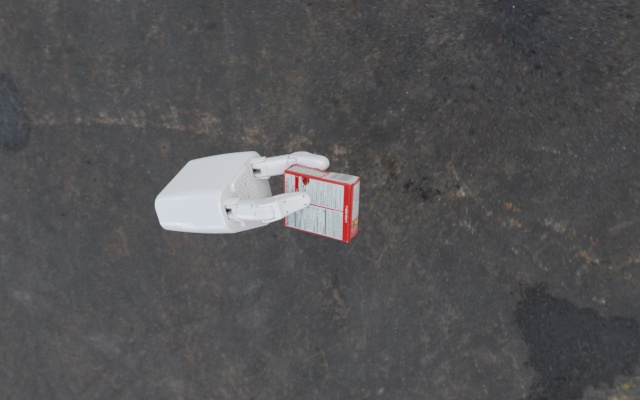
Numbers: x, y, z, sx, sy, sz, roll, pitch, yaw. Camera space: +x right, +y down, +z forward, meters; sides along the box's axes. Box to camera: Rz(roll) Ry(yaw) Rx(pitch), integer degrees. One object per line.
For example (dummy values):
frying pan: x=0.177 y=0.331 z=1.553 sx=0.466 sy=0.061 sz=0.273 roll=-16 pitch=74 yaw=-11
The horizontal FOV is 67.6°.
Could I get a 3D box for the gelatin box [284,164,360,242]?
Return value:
gelatin box: x=0.000 y=0.002 z=0.557 sx=0.089 sy=0.073 sz=0.030 roll=13 pitch=27 yaw=25
